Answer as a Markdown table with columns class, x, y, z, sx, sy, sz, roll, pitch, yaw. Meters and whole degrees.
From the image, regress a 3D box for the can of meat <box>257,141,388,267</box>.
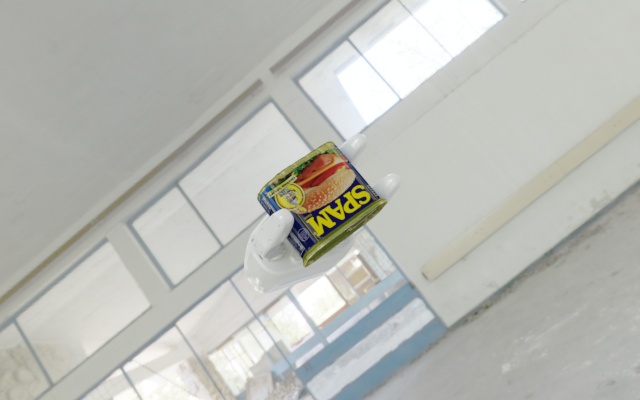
| class | x | y | z | sx | sy | sz | roll | pitch | yaw |
| --- | --- | --- | --- | --- | --- | --- | --- | --- | --- |
| can of meat | 0.000 | 0.001 | 0.475 | 0.102 | 0.084 | 0.057 | -34 | -12 | -21 |
